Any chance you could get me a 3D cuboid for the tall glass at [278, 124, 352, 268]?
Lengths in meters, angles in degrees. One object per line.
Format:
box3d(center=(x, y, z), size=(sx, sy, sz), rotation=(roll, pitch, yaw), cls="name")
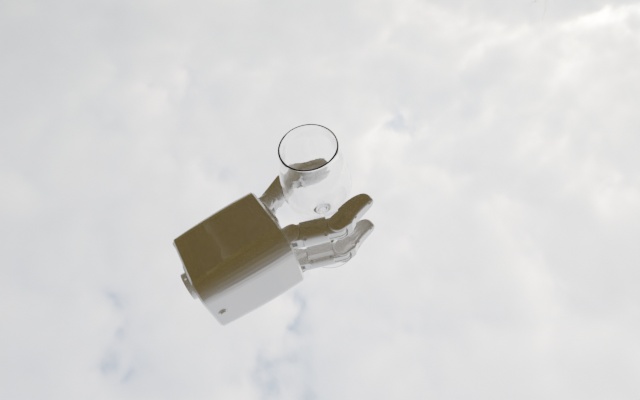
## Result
box3d(center=(0.000, 0.002, 0.555), size=(0.079, 0.079, 0.201), rotation=(0, -34, 9), cls="tall glass")
